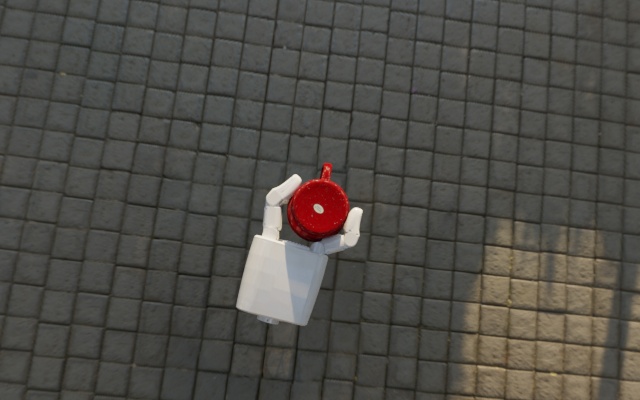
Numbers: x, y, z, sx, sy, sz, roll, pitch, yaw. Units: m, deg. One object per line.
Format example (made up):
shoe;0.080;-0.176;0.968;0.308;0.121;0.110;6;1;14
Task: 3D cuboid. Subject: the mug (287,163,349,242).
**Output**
mug;0.001;0.001;0.698;0.093;0.117;0.081;15;-7;-3
